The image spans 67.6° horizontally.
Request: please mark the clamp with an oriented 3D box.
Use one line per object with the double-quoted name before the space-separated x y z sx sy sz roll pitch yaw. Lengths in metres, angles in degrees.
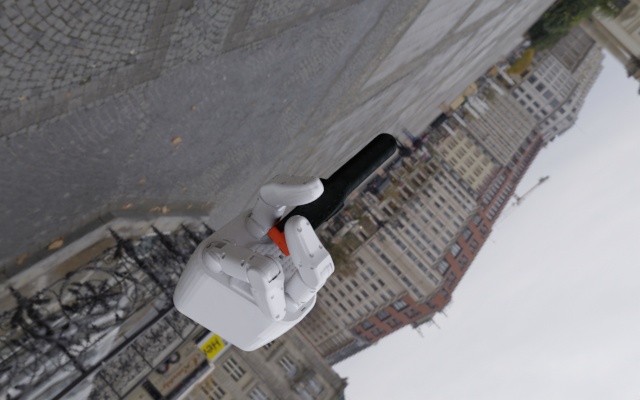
"clamp" 0.000 0.002 0.467 0.171 0.039 0.120 -40 -5 -41
